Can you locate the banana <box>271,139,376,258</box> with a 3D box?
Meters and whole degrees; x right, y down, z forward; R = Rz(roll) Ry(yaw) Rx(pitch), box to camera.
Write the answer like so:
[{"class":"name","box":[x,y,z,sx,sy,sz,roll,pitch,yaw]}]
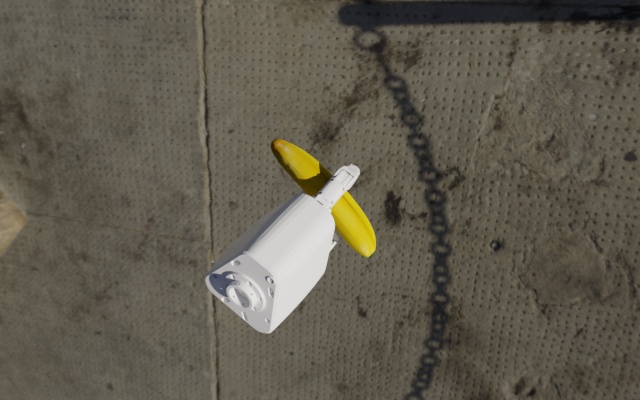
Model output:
[{"class":"banana","box":[0.011,0.003,0.578,0.037,0.198,0.069,-44,15,-24]}]
